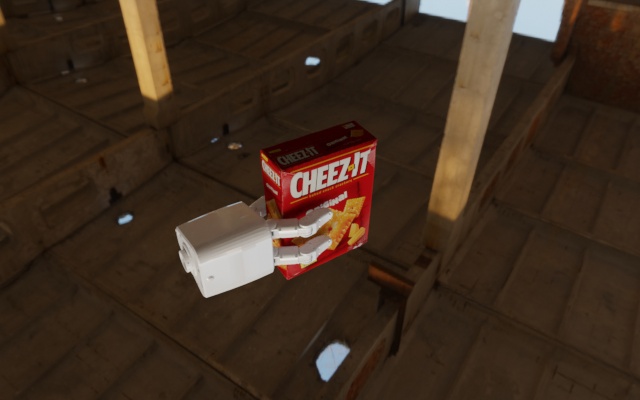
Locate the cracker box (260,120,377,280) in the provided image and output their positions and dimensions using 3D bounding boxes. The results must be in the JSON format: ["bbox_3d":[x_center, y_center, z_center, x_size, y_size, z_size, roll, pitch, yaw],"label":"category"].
[{"bbox_3d":[0.000,0.002,0.743,0.164,0.214,0.072,-22,44,-25],"label":"cracker box"}]
